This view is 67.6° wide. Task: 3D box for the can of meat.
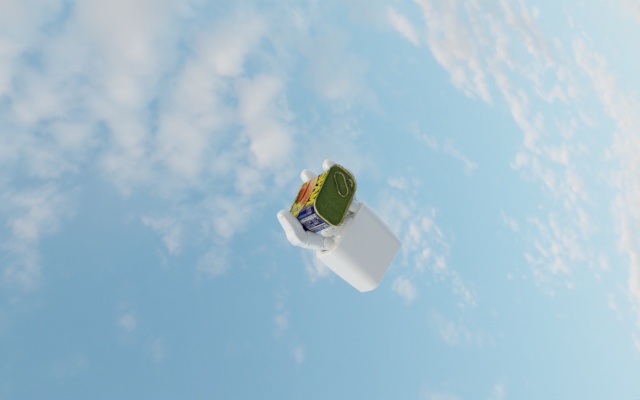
[{"bbox_3d":[0.000,0.003,0.755,0.057,0.102,0.084,40,-37,-20],"label":"can of meat"}]
